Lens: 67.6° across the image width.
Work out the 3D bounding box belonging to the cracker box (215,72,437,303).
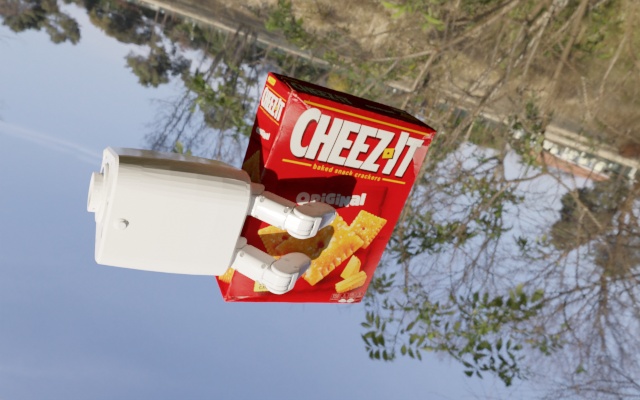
[{"bbox_3d":[0.000,0.002,0.482,0.164,0.214,0.072,8,24,-30],"label":"cracker box"}]
